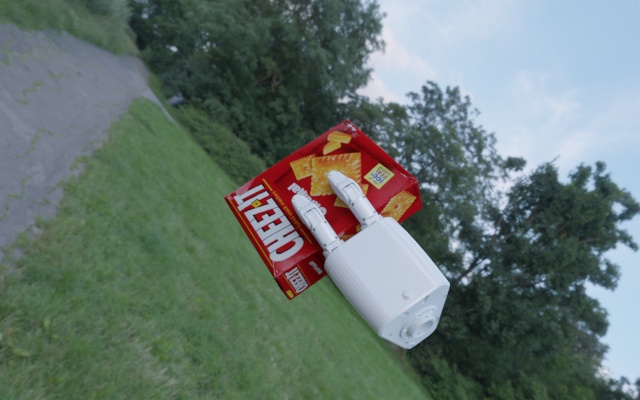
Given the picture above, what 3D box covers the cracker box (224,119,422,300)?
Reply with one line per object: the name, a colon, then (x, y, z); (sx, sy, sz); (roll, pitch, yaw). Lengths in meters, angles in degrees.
cracker box: (0.000, 0.002, 0.642); (0.213, 0.072, 0.164); (-33, 50, -8)
